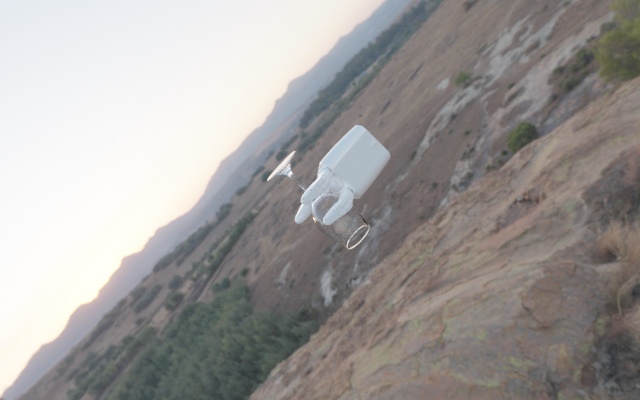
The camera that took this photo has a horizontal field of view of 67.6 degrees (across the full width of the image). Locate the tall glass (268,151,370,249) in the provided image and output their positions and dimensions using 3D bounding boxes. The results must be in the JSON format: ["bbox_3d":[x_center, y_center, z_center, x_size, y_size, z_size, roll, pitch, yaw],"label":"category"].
[{"bbox_3d":[0.000,0.003,0.891,0.201,0.079,0.079,43,-9,-10],"label":"tall glass"}]
